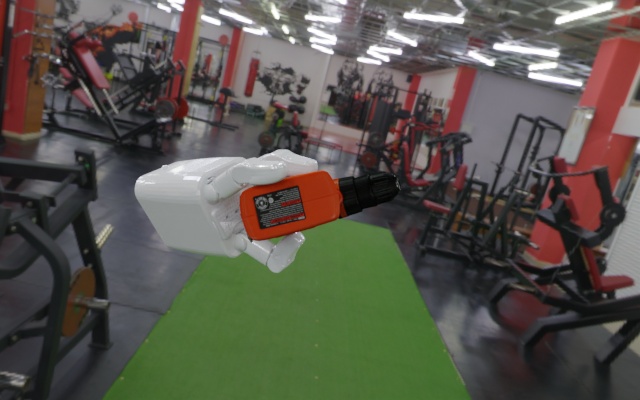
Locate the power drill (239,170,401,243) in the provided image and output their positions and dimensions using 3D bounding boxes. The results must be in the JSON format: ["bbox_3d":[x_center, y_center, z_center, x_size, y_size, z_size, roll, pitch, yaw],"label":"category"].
[{"bbox_3d":[0.000,0.002,0.560,0.184,0.057,0.187,-16,-4,11],"label":"power drill"}]
